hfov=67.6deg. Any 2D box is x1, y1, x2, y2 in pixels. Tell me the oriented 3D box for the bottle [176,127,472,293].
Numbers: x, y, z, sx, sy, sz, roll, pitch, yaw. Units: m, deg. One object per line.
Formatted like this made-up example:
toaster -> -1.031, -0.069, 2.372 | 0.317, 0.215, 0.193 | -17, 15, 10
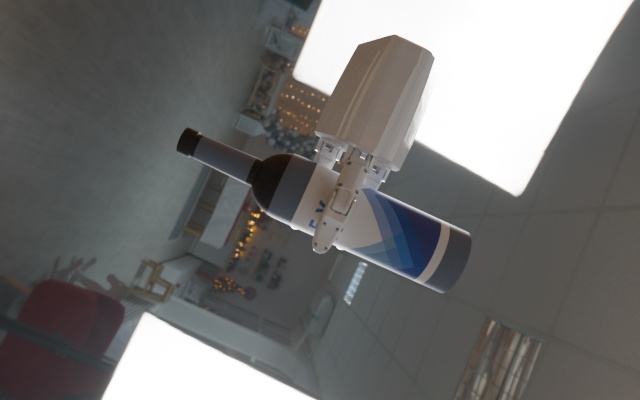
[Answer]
bottle -> 0.000, 0.002, 0.471 | 0.296, 0.069, 0.069 | 24, -1, -3
